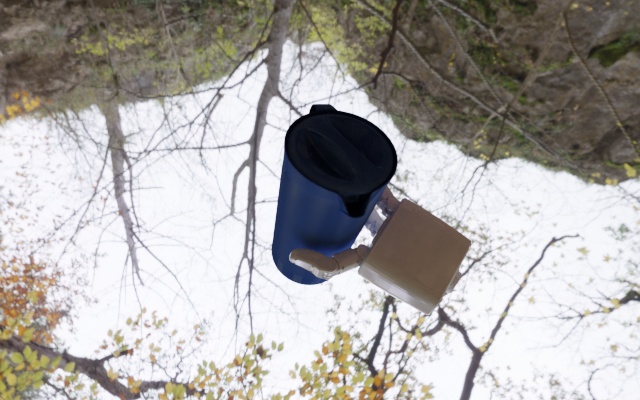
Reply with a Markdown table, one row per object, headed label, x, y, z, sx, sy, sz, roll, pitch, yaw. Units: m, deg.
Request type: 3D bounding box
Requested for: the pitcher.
| label | x | y | z | sx | sy | sz | roll | pitch | yaw |
| --- | --- | --- | --- | --- | --- | --- | --- | --- | --- |
| pitcher | 0.000 | 0.002 | 0.637 | 0.145 | 0.149 | 0.243 | 31 | -39 | 10 |
